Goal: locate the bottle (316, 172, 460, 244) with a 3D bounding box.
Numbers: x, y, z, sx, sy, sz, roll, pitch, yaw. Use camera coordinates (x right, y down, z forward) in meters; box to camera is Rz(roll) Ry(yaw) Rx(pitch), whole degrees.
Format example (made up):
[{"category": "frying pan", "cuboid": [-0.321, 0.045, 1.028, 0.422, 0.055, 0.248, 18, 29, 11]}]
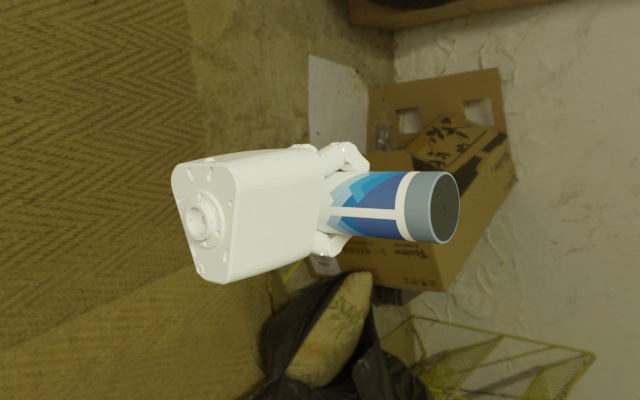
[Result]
[{"category": "bottle", "cuboid": [0.000, 0.002, 0.529, 0.295, 0.069, 0.069, 3, 2, 39]}]
